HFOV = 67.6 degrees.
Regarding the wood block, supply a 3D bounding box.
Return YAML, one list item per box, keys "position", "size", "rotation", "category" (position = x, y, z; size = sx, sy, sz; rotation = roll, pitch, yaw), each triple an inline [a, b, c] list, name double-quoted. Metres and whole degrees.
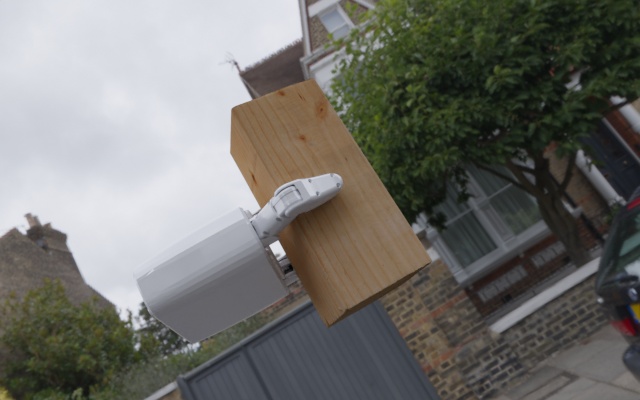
- position: [0.000, 0.001, 0.453]
  size: [0.090, 0.206, 0.091]
  rotation: [-25, -16, -21]
  category: "wood block"
